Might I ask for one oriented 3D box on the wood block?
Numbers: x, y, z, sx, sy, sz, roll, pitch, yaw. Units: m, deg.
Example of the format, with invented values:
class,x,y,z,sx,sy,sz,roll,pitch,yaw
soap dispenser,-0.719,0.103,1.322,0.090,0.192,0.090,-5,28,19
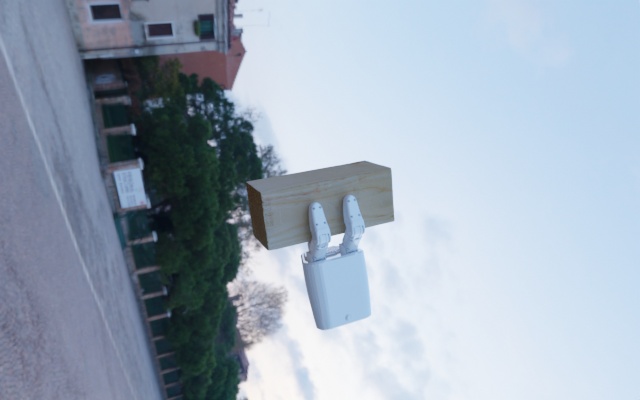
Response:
class,x,y,z,sx,sy,sz,roll,pitch,yaw
wood block,0.000,0.003,0.738,0.206,0.090,0.091,-12,15,-20
